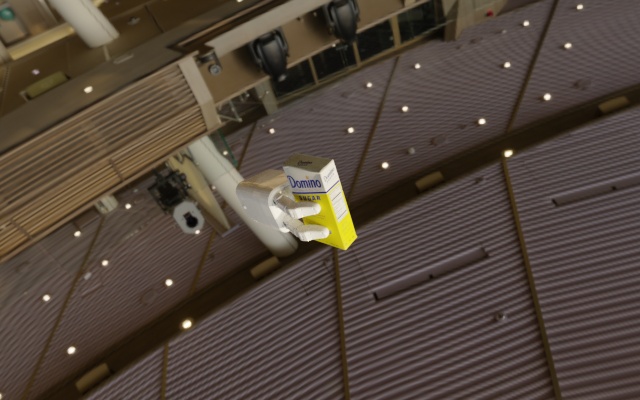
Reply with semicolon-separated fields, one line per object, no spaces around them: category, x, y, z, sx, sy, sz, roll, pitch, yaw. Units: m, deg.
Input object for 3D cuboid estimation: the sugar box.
sugar box;0.000;0.003;0.859;0.093;0.176;0.048;13;48;39
